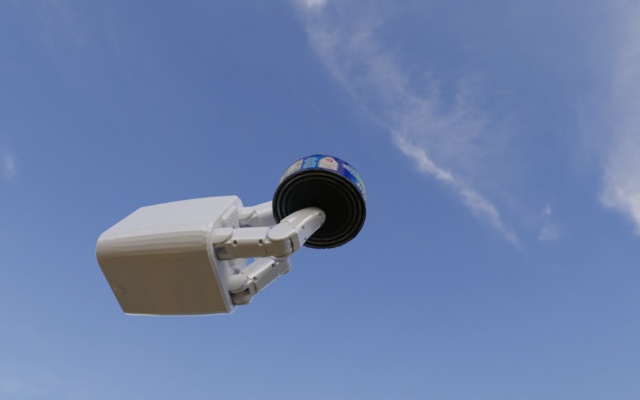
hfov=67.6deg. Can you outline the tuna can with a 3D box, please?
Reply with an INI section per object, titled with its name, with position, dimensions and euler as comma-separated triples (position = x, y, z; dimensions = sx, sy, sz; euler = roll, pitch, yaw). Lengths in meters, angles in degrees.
[tuna can]
position = 0.000, 0.001, 0.444
dimensions = 0.086, 0.086, 0.033
euler = 0, 31, 8
